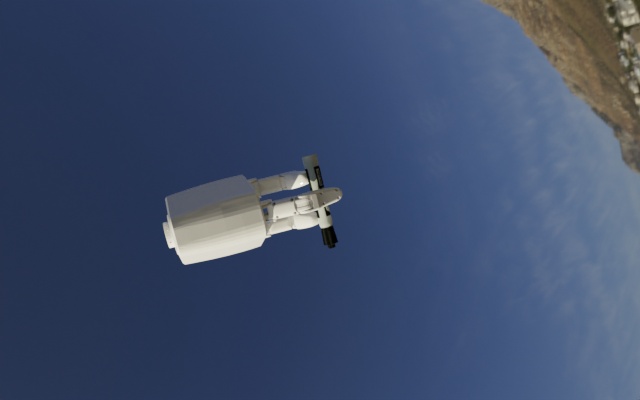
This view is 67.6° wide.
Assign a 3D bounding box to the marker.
[{"bbox_3d":[0.000,0.002,0.603,0.020,0.121,0.020,-14,5,1],"label":"marker"}]
